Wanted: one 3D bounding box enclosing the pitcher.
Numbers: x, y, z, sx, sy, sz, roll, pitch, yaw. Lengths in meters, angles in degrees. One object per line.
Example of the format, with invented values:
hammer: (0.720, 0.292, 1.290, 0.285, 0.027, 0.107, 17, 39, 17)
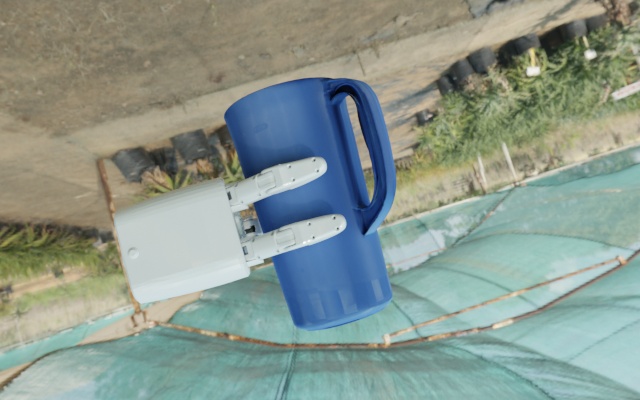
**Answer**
pitcher: (0.000, 0.002, 0.498, 0.145, 0.243, 0.149, -16, -5, -8)
